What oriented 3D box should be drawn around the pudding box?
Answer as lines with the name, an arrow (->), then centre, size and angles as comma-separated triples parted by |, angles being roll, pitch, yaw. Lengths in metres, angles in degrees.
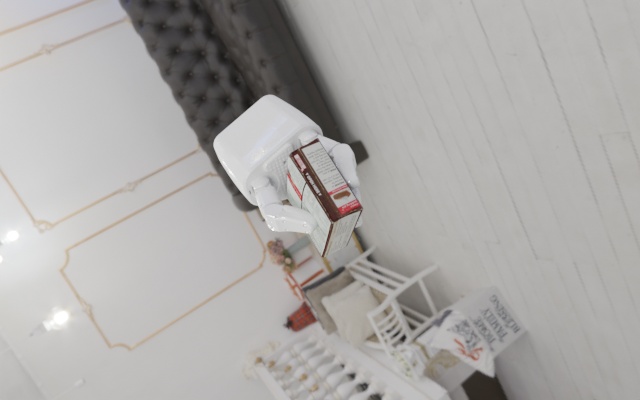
pudding box -> 0.000, 0.002, 0.511 | 0.039, 0.090, 0.113 | -28, -18, -15
